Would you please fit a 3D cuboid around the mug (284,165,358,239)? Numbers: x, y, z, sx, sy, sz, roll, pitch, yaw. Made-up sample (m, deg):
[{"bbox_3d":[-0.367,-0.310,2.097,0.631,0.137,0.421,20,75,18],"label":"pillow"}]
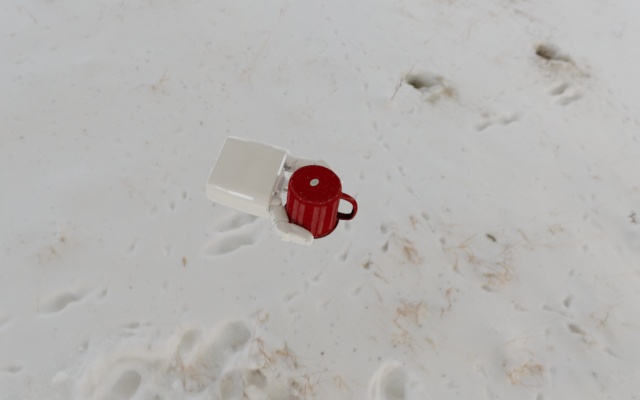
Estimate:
[{"bbox_3d":[0.002,0.003,0.738,0.117,0.093,0.082,14,-39,4],"label":"mug"}]
